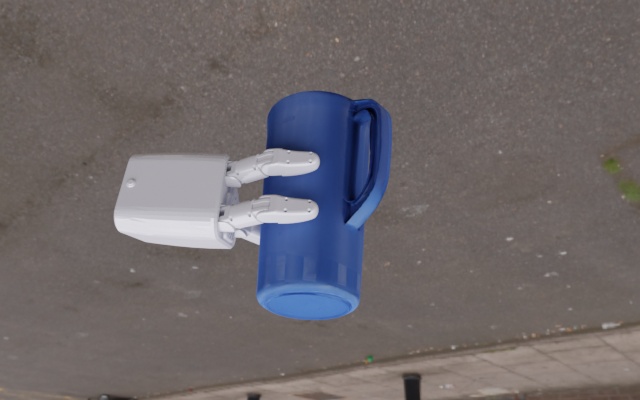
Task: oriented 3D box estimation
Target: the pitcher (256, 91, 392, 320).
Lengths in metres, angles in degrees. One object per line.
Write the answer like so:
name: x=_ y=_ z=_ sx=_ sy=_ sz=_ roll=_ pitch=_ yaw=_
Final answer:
pitcher: x=0.000 y=0.002 z=0.543 sx=0.145 sy=0.242 sz=0.149 roll=4 pitch=-29 yaw=-1
